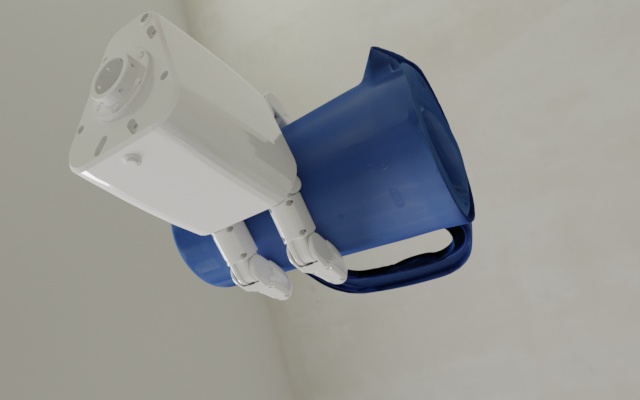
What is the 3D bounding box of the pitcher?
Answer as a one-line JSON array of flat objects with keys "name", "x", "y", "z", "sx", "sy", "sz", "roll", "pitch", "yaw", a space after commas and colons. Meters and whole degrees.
[{"name": "pitcher", "x": 0.000, "y": 0.001, "z": 0.407, "sx": 0.243, "sy": 0.149, "sz": 0.145, "roll": -22, "pitch": -31, "yaw": 24}]
